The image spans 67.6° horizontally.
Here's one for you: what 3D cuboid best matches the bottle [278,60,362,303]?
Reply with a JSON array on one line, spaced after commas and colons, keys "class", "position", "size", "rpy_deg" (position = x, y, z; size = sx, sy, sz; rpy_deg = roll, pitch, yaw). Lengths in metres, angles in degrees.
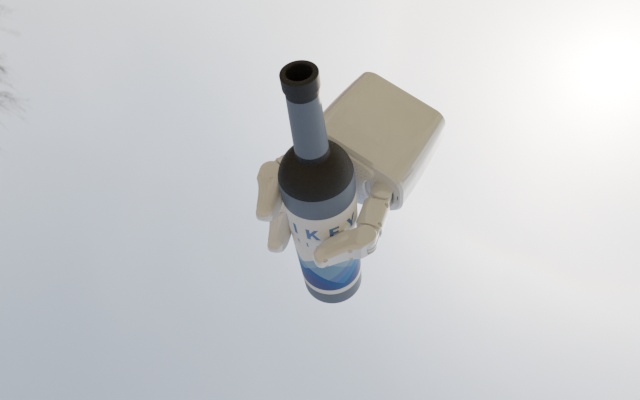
[{"class": "bottle", "position": [0.000, 0.002, 0.439], "size": [0.069, 0.069, 0.296], "rpy_deg": [0, -37, 7]}]
